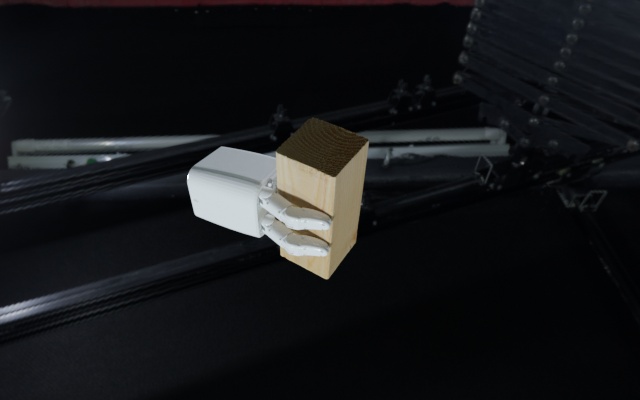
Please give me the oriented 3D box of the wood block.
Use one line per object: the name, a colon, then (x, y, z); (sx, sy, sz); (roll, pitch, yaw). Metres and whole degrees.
wood block: (0.000, 0.002, 0.673); (0.090, 0.206, 0.090); (25, 50, 20)
